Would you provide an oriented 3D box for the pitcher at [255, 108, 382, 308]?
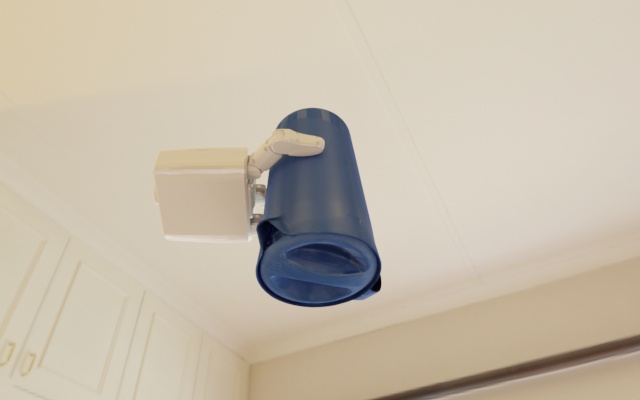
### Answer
[{"bbox_3d":[0.000,0.002,0.588,0.145,0.242,0.149,-1,-45,-2],"label":"pitcher"}]
